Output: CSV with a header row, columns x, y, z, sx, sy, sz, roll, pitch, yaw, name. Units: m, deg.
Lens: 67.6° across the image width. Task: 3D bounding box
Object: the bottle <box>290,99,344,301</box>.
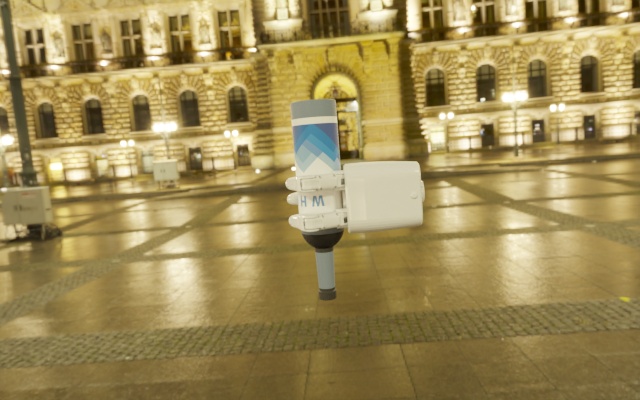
x,y,z,sx,sy,sz,roll,pitch,yaw,name
0.000,0.002,0.710,0.069,0.296,0.069,-4,6,0,bottle
